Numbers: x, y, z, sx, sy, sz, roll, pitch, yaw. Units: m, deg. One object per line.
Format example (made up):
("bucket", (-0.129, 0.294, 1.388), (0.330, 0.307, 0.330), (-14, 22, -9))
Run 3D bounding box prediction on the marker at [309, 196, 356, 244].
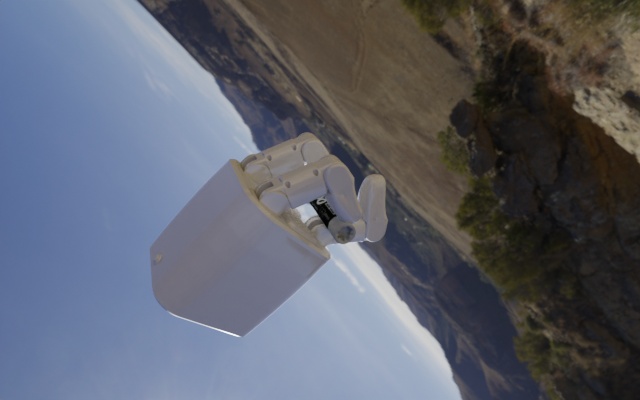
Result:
("marker", (0.000, 0.001, 0.427), (0.020, 0.020, 0.121), (0, 25, -21))
